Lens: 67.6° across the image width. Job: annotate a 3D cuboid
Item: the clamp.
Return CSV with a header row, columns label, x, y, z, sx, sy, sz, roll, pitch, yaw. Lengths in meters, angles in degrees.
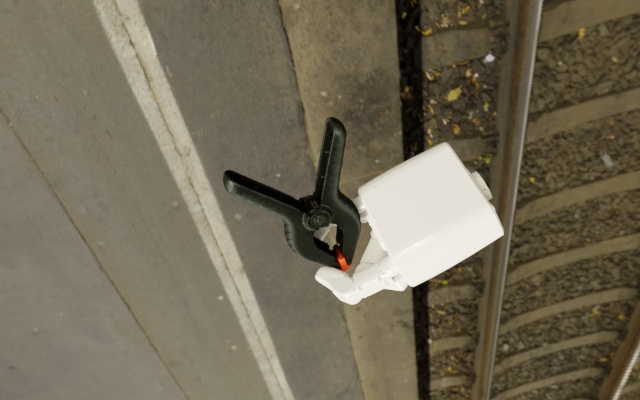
label,x,y,z,sx,sy,sz,roll,pitch,yaw
clamp,0.000,0.002,0.470,0.120,0.039,0.171,-31,-51,11
